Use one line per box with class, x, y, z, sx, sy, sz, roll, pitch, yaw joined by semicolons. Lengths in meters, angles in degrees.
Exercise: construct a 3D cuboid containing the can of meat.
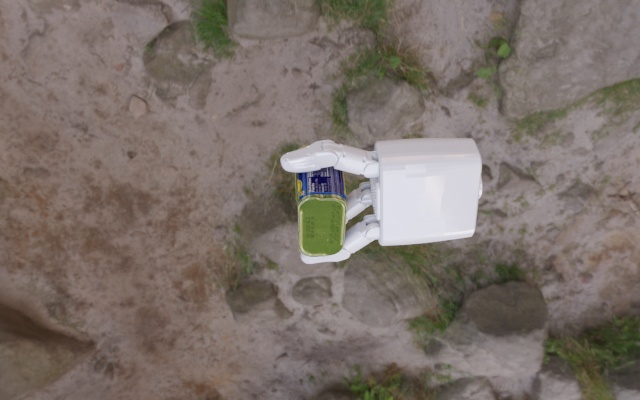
can of meat;0.000;0.002;0.538;0.057;0.083;0.102;-1;-45;-2
